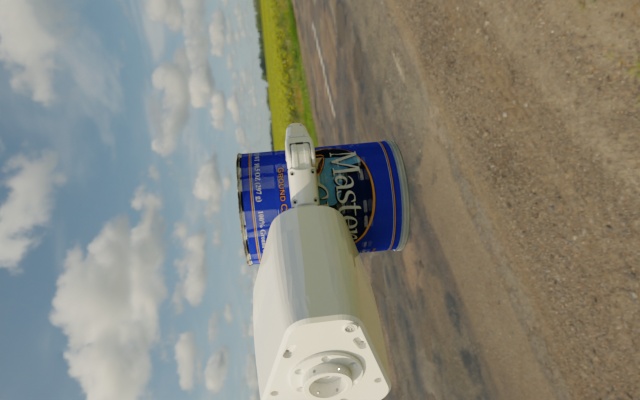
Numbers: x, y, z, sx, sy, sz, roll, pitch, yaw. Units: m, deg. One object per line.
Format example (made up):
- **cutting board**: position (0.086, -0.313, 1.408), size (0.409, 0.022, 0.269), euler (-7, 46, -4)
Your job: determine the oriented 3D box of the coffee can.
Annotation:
- **coffee can**: position (0.000, 0.001, 0.437), size (0.140, 0.103, 0.103), euler (-6, 0, -4)
